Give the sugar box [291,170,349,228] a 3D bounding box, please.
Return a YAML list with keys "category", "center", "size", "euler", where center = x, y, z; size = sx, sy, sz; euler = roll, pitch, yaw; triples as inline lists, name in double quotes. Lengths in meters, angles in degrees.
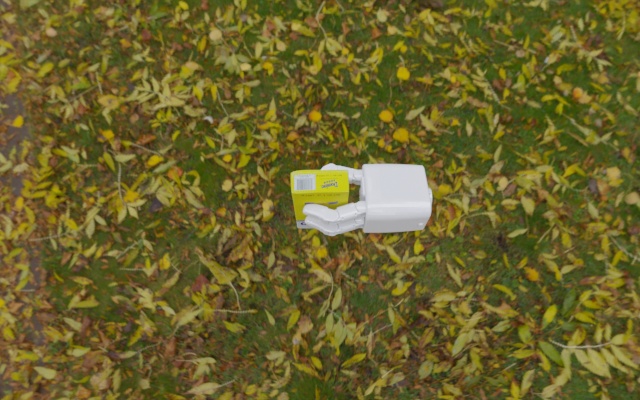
- category: "sugar box"
  center: [0.000, 0.003, 0.830]
  size: [0.093, 0.048, 0.176]
  euler: [-1, -24, 1]
